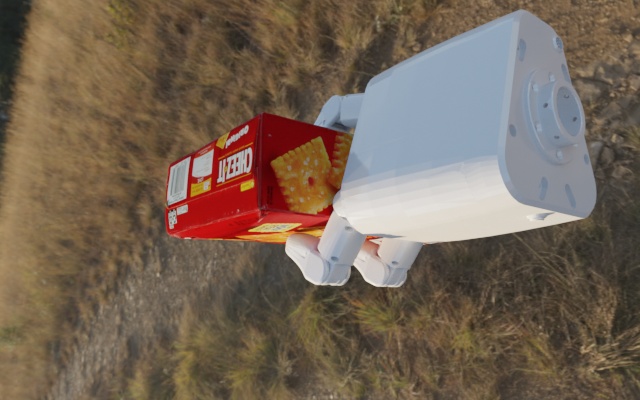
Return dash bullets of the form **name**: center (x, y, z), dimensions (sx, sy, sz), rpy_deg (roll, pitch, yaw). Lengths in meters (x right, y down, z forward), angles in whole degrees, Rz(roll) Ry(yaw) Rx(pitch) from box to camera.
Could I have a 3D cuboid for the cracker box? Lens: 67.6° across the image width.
- **cracker box**: center (0.000, 0.001, 0.406), dimensions (0.214, 0.072, 0.164), rpy_deg (9, -14, -36)
